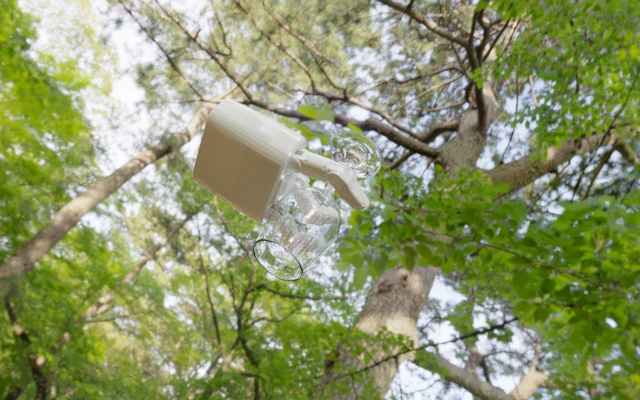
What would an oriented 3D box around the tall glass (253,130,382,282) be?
[{"bbox_3d":[0.001,0.001,0.564,0.079,0.079,0.201,0,39,36],"label":"tall glass"}]
